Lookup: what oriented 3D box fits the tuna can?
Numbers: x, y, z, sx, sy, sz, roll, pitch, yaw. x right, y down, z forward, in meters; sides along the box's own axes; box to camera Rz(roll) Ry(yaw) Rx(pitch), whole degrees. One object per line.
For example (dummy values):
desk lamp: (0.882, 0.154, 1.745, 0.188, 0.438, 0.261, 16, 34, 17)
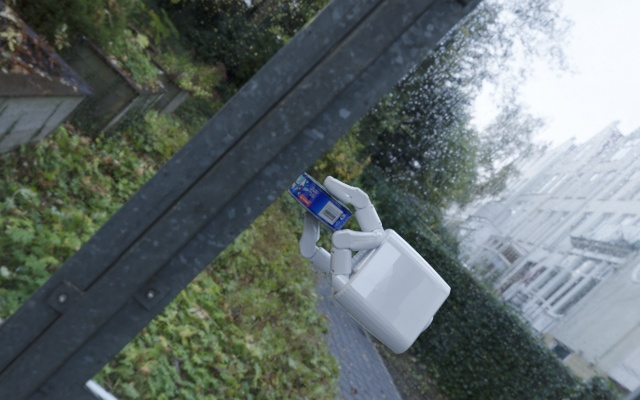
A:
tuna can: (0.000, 0.002, 0.621, 0.086, 0.034, 0.086, 40, 3, -3)
